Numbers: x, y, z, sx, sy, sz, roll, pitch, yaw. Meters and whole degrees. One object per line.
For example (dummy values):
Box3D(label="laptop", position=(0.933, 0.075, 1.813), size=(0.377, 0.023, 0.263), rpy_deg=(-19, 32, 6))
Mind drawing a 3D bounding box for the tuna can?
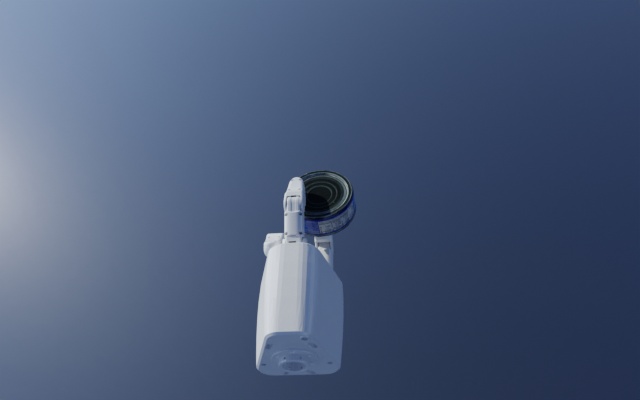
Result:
Box3D(label="tuna can", position=(0.000, 0.001, 0.593), size=(0.086, 0.086, 0.034), rpy_deg=(0, -44, 11))
